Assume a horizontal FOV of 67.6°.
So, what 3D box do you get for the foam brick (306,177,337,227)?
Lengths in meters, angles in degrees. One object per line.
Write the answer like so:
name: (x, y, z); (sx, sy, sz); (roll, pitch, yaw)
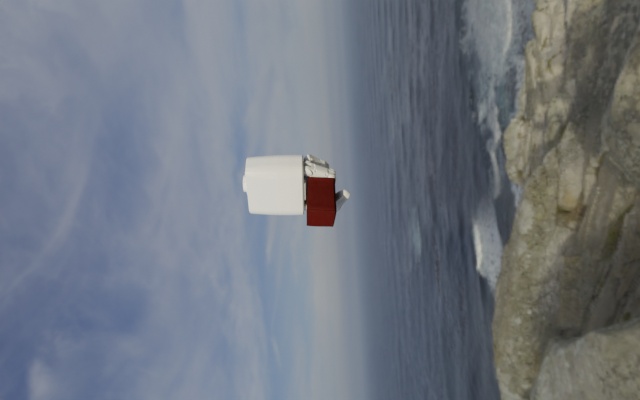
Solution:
foam brick: (0.000, 0.003, 0.874); (0.051, 0.078, 0.053); (2, -39, -5)
